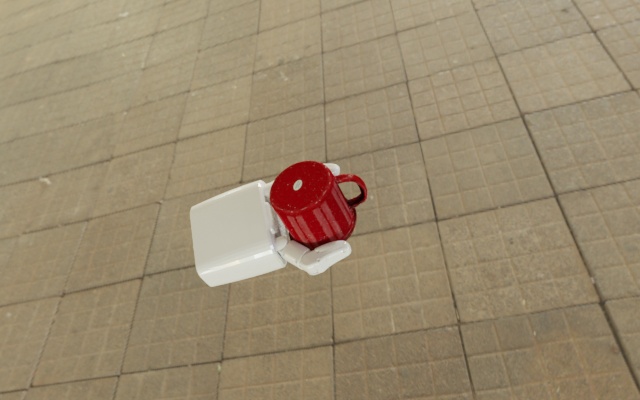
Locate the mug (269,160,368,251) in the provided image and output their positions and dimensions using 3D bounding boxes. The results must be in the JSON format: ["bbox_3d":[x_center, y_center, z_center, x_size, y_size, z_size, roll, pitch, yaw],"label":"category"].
[{"bbox_3d":[0.001,0.001,0.582,0.117,0.093,0.082,-19,-42,10],"label":"mug"}]
